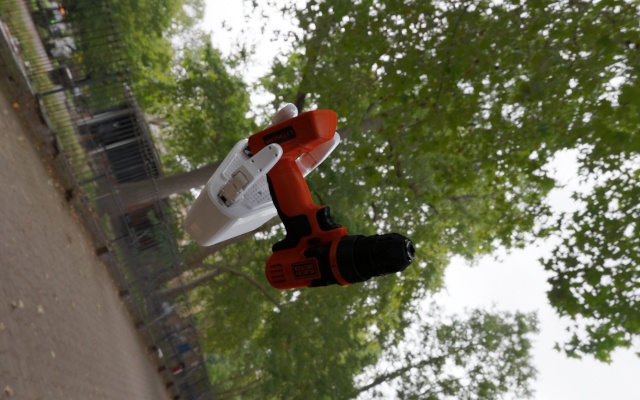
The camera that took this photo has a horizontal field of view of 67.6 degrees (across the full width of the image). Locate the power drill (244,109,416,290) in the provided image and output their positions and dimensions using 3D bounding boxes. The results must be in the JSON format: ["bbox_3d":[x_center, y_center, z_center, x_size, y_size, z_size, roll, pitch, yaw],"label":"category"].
[{"bbox_3d":[0.000,0.001,0.519,0.184,0.187,0.057,-15,-3,33],"label":"power drill"}]
